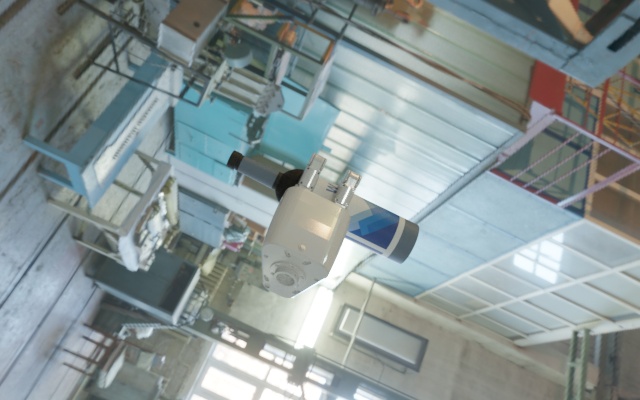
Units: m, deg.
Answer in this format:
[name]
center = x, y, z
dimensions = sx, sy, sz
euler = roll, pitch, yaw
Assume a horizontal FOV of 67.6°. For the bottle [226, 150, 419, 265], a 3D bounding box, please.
[bottle]
center = 0.000, 0.002, 0.708
dimensions = 0.296, 0.069, 0.069
euler = 26, -2, -4
